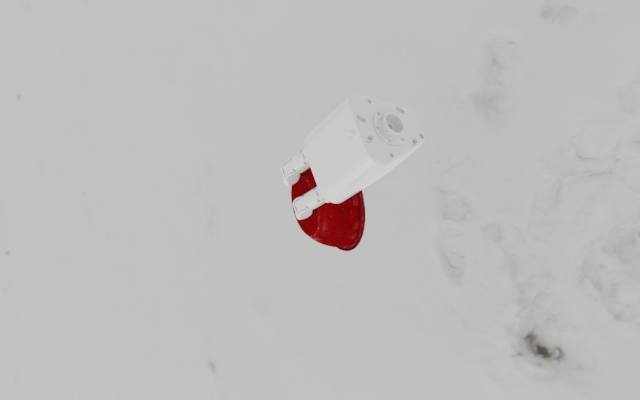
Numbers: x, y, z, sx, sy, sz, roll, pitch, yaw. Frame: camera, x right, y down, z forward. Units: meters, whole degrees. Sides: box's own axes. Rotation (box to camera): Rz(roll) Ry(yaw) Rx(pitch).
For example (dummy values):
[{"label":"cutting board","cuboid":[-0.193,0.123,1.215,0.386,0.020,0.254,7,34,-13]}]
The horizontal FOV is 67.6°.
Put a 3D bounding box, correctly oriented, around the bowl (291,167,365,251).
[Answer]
[{"label":"bowl","cuboid":[-0.001,0.003,0.706,0.055,0.162,0.162,-13,6,-25]}]
